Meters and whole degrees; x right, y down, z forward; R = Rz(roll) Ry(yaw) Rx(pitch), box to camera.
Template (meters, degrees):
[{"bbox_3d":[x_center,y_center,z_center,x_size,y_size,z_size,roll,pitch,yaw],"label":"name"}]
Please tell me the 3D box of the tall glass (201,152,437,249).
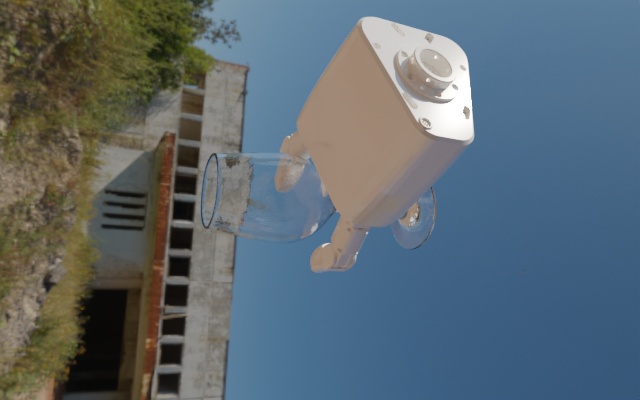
[{"bbox_3d":[0.001,0.002,0.426,0.201,0.079,0.079,6,-2,-24],"label":"tall glass"}]
